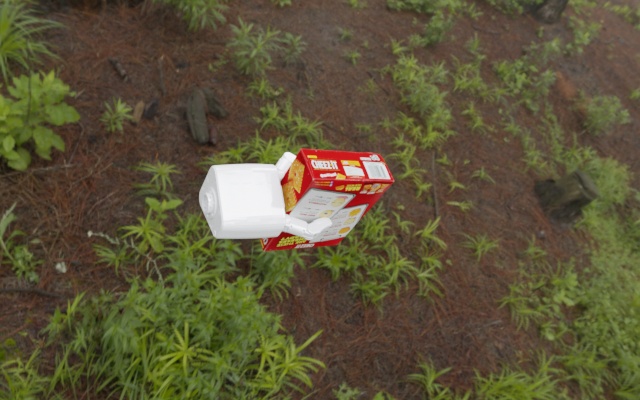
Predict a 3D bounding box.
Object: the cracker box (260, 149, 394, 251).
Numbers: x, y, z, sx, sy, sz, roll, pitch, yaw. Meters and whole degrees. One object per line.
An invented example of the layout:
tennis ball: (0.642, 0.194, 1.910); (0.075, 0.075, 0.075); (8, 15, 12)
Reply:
cracker box: (0.000, 0.003, 0.838); (0.164, 0.072, 0.214); (-1, -34, -33)
